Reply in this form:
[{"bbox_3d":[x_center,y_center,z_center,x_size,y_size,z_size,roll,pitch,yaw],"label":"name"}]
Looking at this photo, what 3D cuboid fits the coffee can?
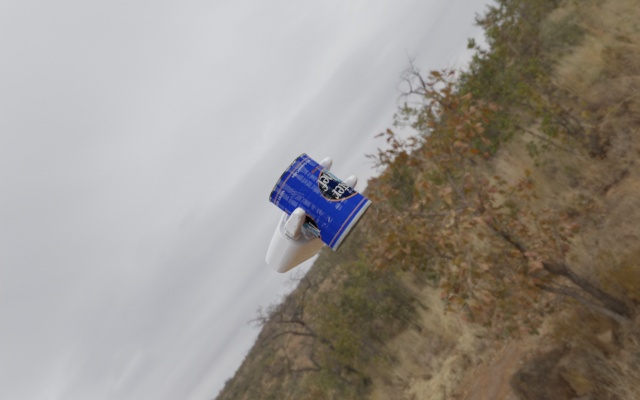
[{"bbox_3d":[0.000,0.003,0.797,0.140,0.103,0.103,37,5,7],"label":"coffee can"}]
